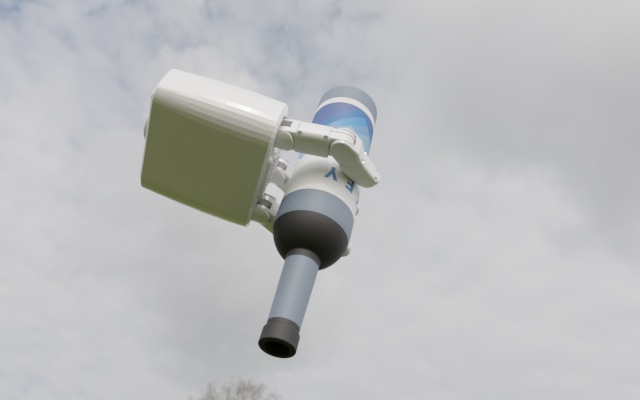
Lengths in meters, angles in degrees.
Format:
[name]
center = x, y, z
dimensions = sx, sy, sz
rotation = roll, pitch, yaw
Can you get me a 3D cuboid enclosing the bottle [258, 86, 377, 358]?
[bottle]
center = 0.000, 0.001, 0.431
dimensions = 0.069, 0.069, 0.295
rotation = 0, 43, 16
